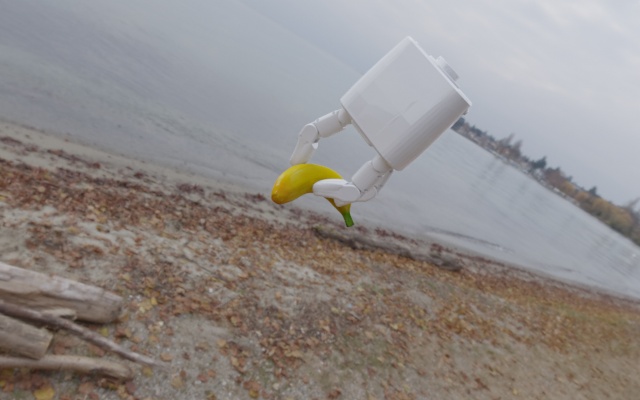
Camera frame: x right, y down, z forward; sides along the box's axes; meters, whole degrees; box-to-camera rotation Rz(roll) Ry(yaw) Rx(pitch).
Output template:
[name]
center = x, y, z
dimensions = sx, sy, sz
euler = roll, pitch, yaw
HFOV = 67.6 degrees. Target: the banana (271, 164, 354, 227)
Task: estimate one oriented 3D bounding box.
[banana]
center = -0.003, -0.014, 0.612
dimensions = 0.037, 0.069, 0.198
euler = -25, -22, 25
